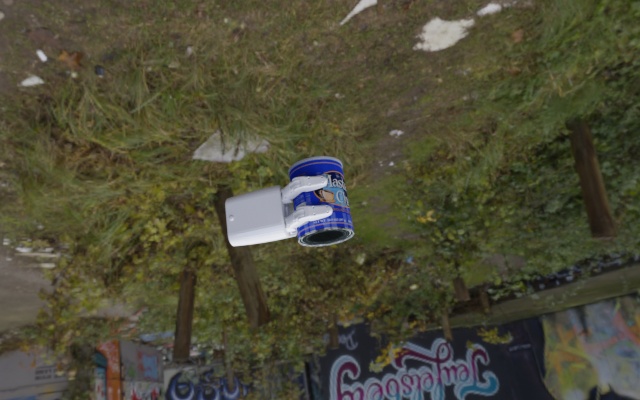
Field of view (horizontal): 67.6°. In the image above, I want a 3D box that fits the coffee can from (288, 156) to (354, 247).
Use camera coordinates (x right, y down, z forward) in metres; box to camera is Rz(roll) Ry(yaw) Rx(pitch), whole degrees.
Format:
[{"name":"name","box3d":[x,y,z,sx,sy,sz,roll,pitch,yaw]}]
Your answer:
[{"name":"coffee can","box3d":[0.000,0.003,0.879,0.103,0.140,0.103,-8,-20,-3]}]
